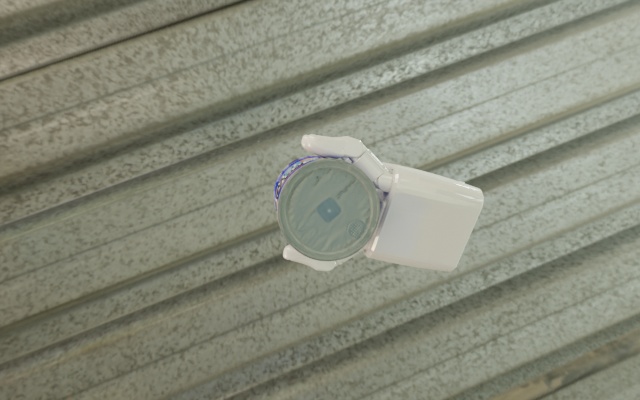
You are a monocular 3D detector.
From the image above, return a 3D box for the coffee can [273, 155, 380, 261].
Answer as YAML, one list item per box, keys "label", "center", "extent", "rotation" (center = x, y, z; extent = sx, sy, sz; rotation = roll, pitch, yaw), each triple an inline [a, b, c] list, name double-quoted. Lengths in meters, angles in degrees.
- label: "coffee can"
  center: [0.000, 0.002, 0.538]
  extent: [0.103, 0.103, 0.140]
  rotation: [0, 7, -7]
